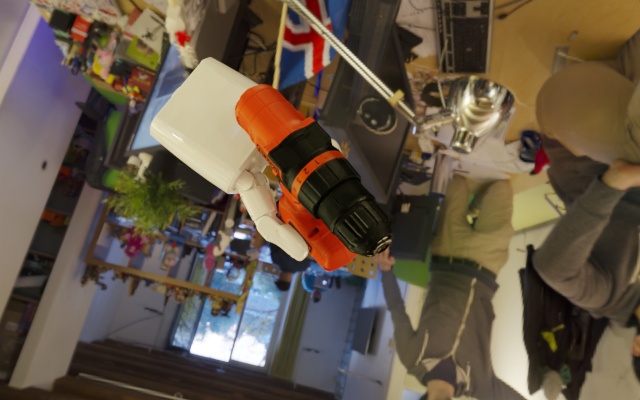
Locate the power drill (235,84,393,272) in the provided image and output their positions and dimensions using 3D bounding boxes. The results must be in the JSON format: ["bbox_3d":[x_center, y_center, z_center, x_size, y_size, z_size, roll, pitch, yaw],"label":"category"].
[{"bbox_3d":[0.000,0.002,0.450,0.057,0.184,0.188,-33,-25,-11],"label":"power drill"}]
